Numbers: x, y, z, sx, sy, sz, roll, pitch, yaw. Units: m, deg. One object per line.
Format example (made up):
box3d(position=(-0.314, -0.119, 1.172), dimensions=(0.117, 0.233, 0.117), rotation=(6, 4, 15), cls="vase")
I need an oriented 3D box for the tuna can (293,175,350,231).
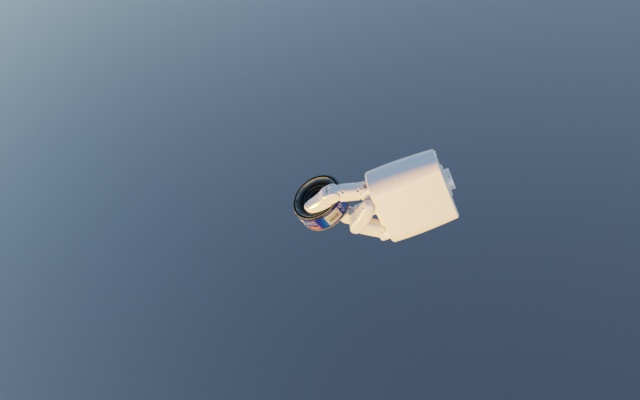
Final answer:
box3d(position=(0.000, 0.002, 0.750), dimensions=(0.086, 0.086, 0.034), rotation=(0, -32, 33), cls="tuna can")
